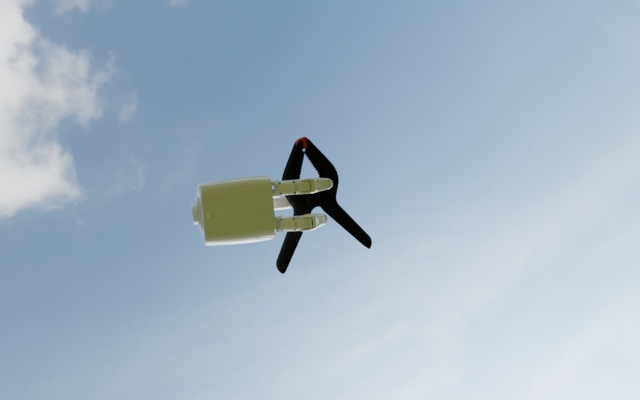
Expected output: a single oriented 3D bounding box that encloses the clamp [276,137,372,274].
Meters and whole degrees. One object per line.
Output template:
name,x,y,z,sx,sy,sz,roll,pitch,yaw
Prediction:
clamp,0.000,0.002,0.767,0.164,0.210,0.036,-7,4,-20
